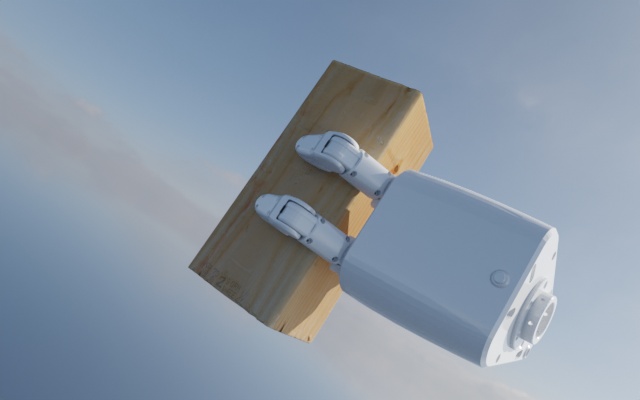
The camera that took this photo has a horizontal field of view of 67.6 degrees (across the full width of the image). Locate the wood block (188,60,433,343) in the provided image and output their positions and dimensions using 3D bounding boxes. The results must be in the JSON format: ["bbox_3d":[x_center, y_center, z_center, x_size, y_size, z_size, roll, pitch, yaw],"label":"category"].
[{"bbox_3d":[0.001,0.001,0.400,0.090,0.206,0.091,28,-12,28],"label":"wood block"}]
